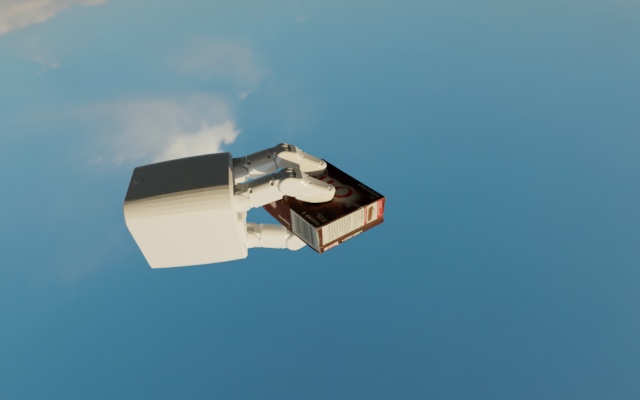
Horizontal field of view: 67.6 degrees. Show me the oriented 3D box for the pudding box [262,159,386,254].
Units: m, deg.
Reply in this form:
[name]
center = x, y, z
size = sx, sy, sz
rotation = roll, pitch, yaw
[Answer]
[pudding box]
center = 0.000, 0.002, 0.519
size = 0.090, 0.039, 0.113
rotation = -24, 41, -29
